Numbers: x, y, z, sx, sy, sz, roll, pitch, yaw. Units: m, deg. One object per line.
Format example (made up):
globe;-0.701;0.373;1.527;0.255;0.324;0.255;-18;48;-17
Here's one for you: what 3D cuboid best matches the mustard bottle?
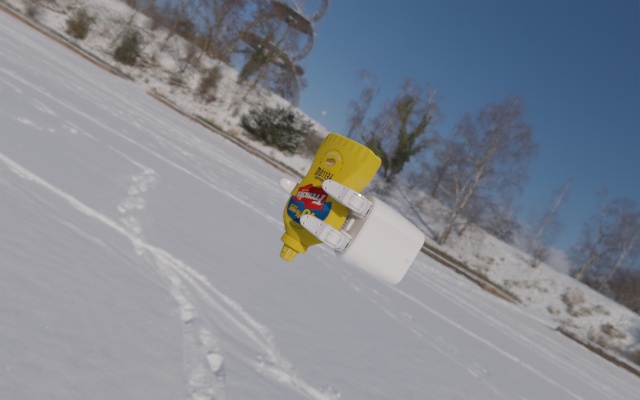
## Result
mustard bottle;0.000;0.002;0.679;0.096;0.191;0.058;31;-1;41
